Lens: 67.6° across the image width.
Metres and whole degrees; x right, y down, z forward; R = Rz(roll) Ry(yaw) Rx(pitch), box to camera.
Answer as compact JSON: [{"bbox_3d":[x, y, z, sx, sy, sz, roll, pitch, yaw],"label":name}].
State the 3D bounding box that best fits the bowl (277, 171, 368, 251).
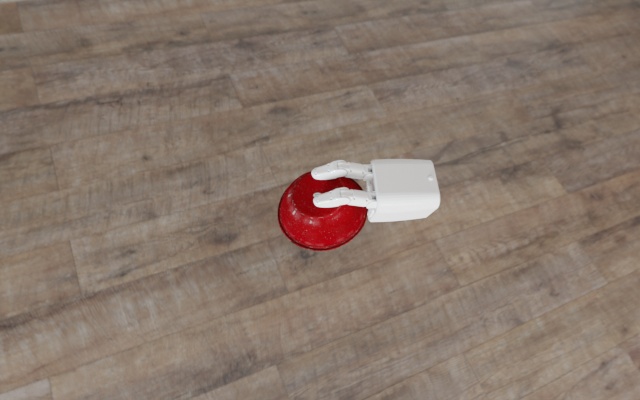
[{"bbox_3d":[-0.001,0.003,0.819,0.162,0.162,0.055,0,-30,9],"label":"bowl"}]
